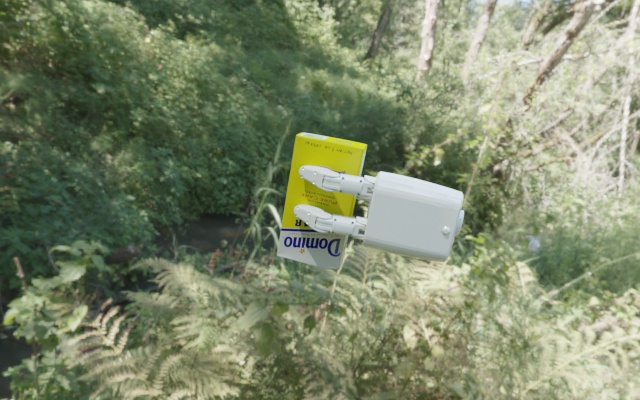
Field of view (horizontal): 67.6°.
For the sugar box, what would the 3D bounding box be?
[{"bbox_3d":[0.000,0.002,0.651,0.093,0.176,0.048,12,16,9],"label":"sugar box"}]
